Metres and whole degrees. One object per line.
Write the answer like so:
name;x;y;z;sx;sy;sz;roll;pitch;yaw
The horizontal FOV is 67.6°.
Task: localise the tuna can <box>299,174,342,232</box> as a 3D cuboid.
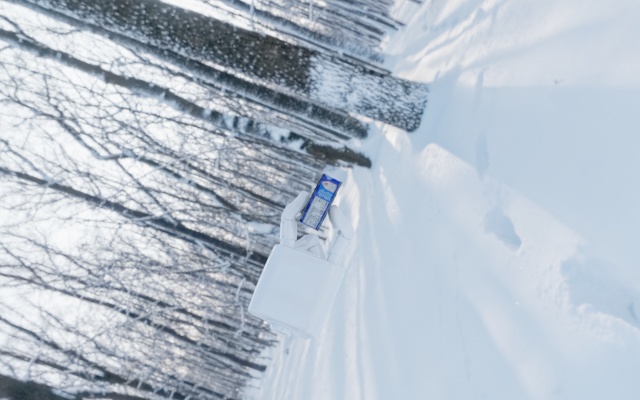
tuna can;0.000;0.002;0.736;0.034;0.086;0.086;27;0;0
